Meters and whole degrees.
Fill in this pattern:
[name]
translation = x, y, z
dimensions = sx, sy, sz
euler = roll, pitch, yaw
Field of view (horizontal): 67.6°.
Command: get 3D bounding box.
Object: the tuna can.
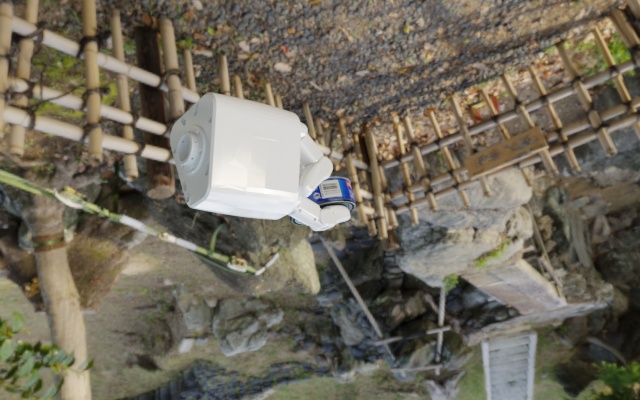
[tuna can]
translation = 0.000, 0.002, 0.600
dimensions = 0.086, 0.033, 0.086
euler = -13, -18, -4
